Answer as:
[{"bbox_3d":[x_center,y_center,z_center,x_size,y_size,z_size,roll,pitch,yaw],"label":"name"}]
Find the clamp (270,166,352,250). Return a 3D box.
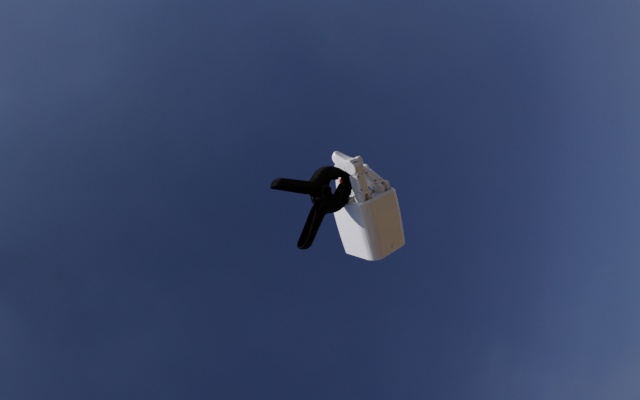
[{"bbox_3d":[0.000,0.002,0.787,0.171,0.120,0.039,-22,15,-39],"label":"clamp"}]
